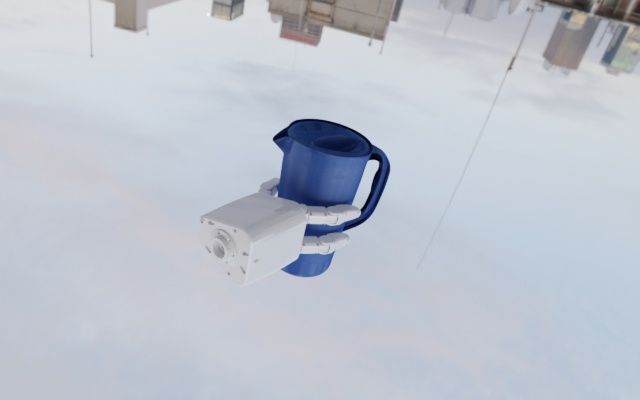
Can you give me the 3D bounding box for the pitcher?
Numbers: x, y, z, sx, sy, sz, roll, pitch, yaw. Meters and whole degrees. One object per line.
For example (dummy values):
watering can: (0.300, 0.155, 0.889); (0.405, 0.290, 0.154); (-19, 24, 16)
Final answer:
pitcher: (0.000, 0.003, 0.770); (0.149, 0.243, 0.145); (30, 33, 26)
